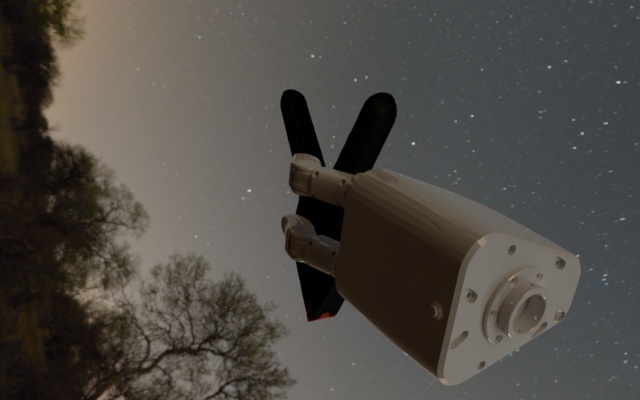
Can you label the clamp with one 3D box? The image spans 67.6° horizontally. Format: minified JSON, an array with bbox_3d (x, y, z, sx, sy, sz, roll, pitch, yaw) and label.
[{"bbox_3d":[0.001,0.002,0.419,0.036,0.210,0.164,-4,21,-26],"label":"clamp"}]
